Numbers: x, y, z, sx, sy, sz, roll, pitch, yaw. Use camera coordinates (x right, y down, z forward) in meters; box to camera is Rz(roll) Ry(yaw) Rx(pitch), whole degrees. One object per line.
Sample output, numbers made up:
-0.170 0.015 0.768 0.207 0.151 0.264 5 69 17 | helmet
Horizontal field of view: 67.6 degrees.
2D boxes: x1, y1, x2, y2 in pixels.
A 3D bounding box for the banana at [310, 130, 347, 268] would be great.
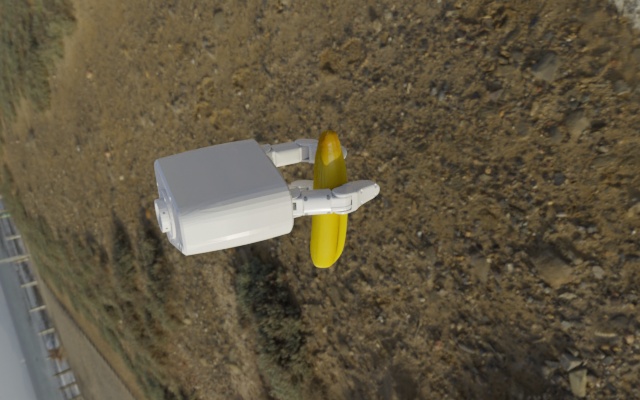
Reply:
0.006 0.017 0.531 0.037 0.069 0.198 -10 -41 -15 | banana
